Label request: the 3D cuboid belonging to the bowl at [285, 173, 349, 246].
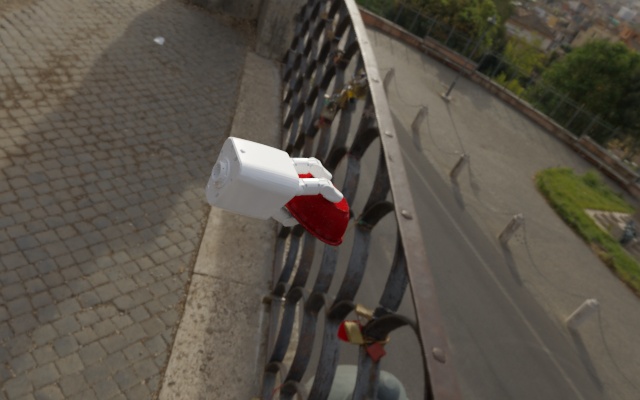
[{"bbox_3d":[0.001,0.003,0.859,0.055,0.162,0.162,-43,-16,18],"label":"bowl"}]
